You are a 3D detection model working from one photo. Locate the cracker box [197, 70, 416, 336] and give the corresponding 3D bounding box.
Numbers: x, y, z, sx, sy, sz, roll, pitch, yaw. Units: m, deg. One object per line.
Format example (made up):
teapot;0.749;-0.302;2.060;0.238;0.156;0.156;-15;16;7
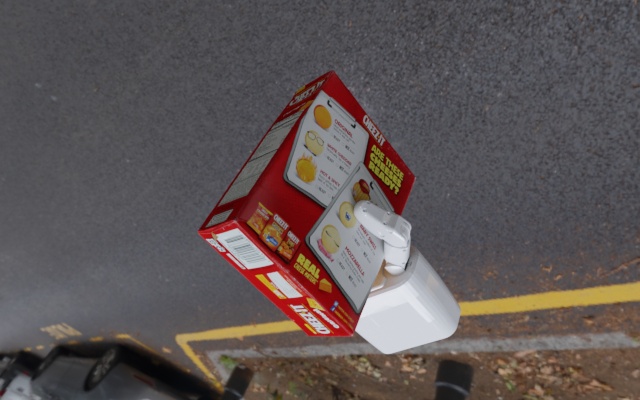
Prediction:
cracker box;0.000;0.002;0.483;0.072;0.213;0.164;-16;-54;43
